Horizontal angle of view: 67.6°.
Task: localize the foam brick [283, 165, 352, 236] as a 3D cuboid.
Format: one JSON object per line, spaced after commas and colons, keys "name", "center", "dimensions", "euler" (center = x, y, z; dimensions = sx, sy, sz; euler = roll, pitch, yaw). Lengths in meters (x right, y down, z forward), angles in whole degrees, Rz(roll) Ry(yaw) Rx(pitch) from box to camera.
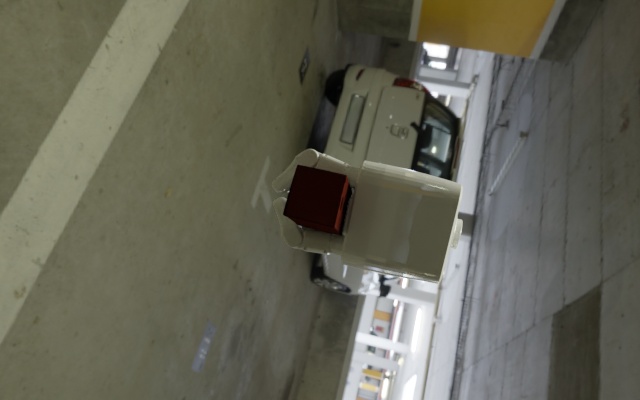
{"name": "foam brick", "center": [0.000, 0.002, 0.485], "dimensions": [0.051, 0.053, 0.078], "euler": [13, -8, 10]}
